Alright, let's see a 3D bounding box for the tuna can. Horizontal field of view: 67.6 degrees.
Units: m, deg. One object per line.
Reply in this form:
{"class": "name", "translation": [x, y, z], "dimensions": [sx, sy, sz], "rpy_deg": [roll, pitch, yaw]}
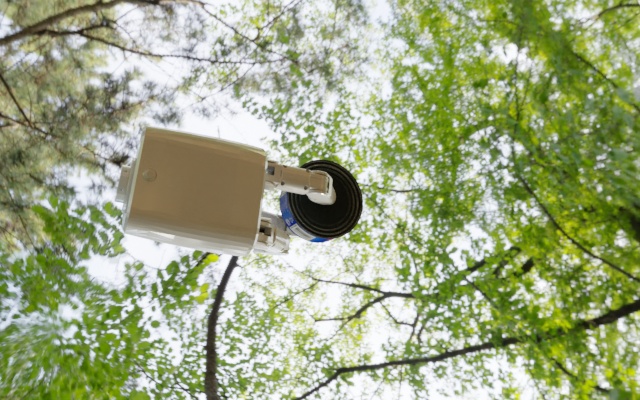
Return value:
{"class": "tuna can", "translation": [0.000, 0.002, 0.512], "dimensions": [0.086, 0.086, 0.034], "rpy_deg": [0, -14, -23]}
